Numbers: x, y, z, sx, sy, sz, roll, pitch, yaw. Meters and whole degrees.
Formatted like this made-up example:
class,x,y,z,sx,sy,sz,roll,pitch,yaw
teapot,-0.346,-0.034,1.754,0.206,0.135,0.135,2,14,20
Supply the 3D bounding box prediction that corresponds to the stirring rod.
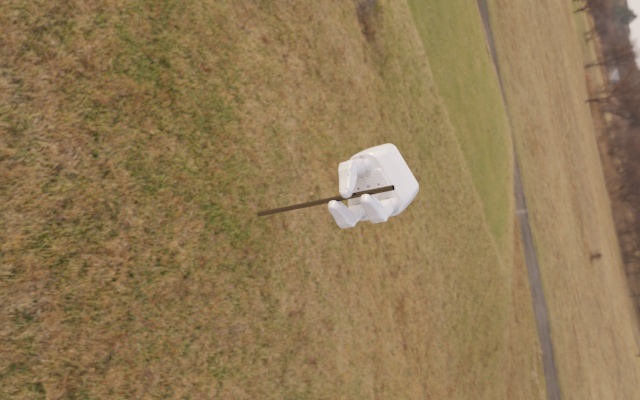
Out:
class,x,y,z,sx,sy,sz,roll,pitch,yaw
stirring rod,0.000,0.002,0.726,0.239,0.011,0.011,-11,-6,30
